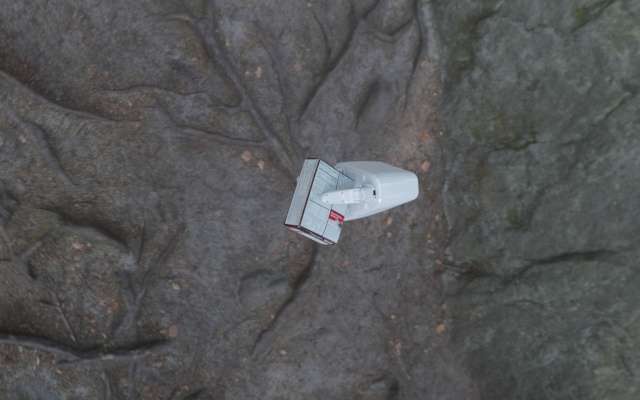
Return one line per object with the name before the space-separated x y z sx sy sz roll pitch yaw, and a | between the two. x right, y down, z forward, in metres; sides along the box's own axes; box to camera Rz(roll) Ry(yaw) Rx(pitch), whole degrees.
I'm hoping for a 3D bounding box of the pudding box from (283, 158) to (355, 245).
pudding box | 0.000 0.002 0.736 0.039 0.113 0.090 0 -21 45
